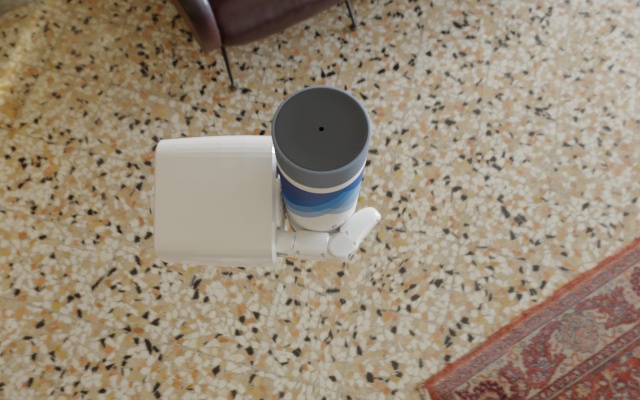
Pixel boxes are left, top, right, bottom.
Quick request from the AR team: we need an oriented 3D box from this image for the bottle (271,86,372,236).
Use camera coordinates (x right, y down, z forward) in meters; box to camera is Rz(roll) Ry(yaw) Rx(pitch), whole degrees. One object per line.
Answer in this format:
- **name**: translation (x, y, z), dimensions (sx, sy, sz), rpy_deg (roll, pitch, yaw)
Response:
- **bottle**: translation (0.000, 0.001, 0.452), dimensions (0.069, 0.069, 0.296), rpy_deg (0, -19, 0)
